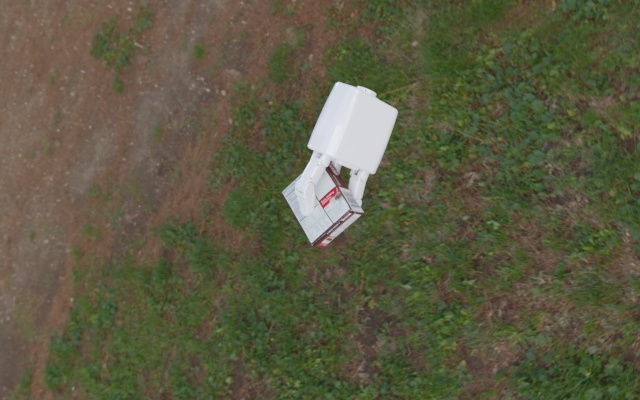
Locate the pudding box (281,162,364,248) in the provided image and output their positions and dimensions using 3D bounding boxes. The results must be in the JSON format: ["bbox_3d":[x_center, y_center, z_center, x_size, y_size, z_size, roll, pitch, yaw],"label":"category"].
[{"bbox_3d":[0.000,0.002,0.742,0.090,0.113,0.039,-43,-31,21],"label":"pudding box"}]
